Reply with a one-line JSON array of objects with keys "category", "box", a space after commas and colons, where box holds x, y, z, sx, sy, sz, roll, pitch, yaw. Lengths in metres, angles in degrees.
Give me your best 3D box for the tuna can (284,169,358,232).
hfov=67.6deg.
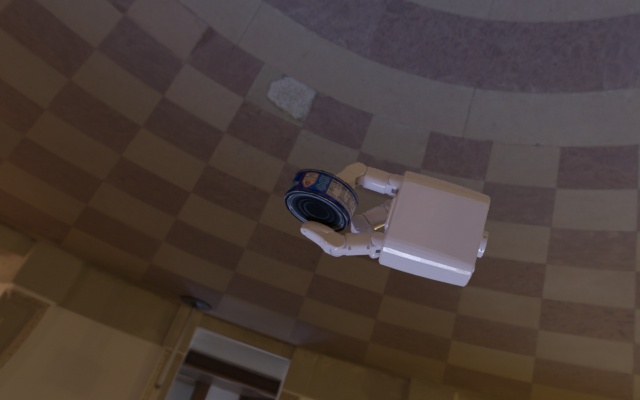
[{"category": "tuna can", "box": [0.000, 0.002, 0.575, 0.086, 0.033, 0.086, 19, -30, 12]}]
